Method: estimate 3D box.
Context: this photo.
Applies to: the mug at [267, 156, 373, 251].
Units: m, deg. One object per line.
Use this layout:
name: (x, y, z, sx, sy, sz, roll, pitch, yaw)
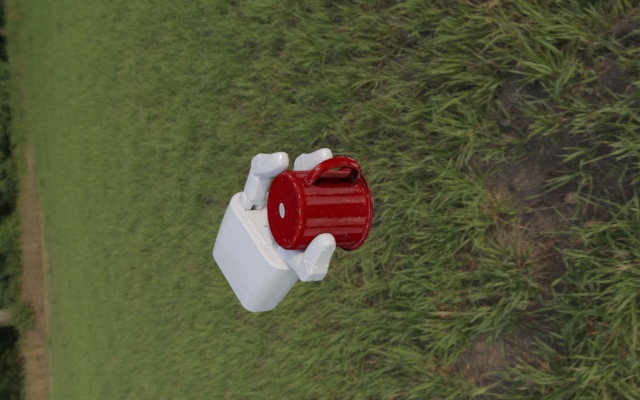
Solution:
mug: (0.000, 0.001, 0.494, 0.081, 0.093, 0.117, -1, -41, -31)
